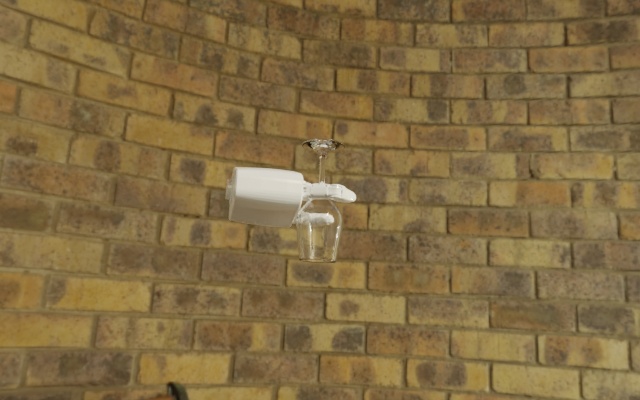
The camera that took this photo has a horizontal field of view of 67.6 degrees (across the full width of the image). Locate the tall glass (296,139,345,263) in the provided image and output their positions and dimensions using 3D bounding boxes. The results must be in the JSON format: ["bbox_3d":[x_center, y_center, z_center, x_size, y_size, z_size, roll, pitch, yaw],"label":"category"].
[{"bbox_3d":[0.000,0.002,0.805,0.079,0.201,0.079,2,-12,1],"label":"tall glass"}]
